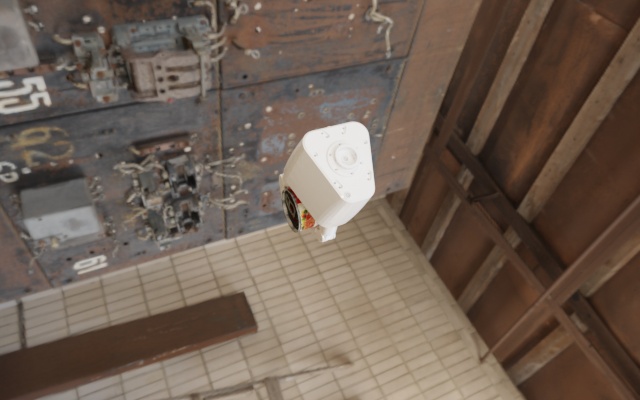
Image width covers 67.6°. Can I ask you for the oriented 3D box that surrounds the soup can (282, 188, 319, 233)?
[{"bbox_3d":[0.000,0.003,0.729,0.102,0.068,0.068,-16,6,-21],"label":"soup can"}]
